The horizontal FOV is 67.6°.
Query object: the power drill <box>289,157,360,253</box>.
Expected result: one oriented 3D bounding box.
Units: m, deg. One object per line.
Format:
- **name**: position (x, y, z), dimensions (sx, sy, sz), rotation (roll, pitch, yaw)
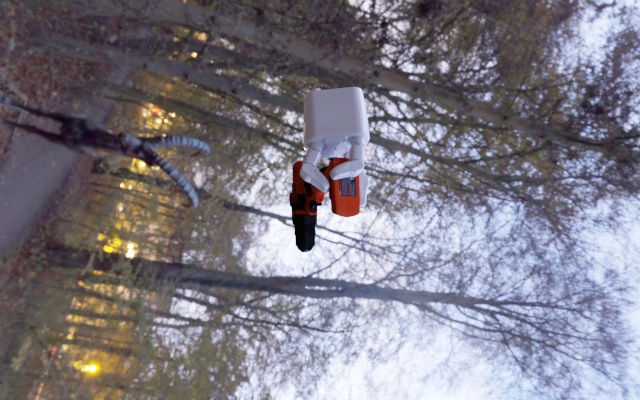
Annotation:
- **power drill**: position (0.000, 0.003, 0.895), dimensions (0.057, 0.184, 0.187), rotation (1, -7, -31)
